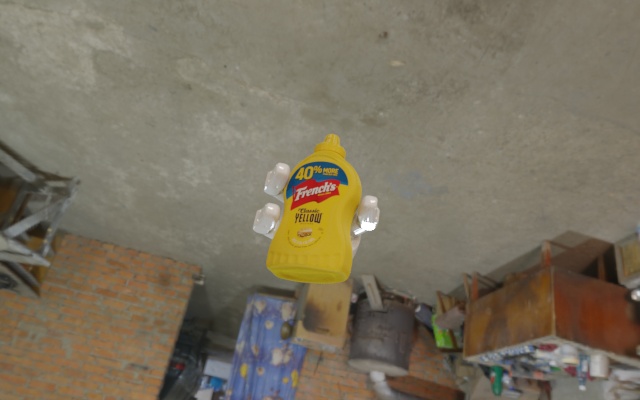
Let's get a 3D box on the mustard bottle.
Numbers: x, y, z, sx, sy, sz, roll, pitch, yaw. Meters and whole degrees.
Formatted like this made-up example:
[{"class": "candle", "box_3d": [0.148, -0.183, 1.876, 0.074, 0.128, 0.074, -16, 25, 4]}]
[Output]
[{"class": "mustard bottle", "box_3d": [0.000, 0.002, 0.581, 0.096, 0.191, 0.058, -1, -29, 23]}]
